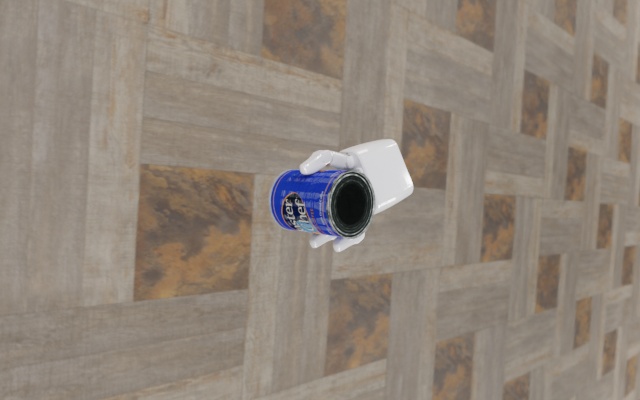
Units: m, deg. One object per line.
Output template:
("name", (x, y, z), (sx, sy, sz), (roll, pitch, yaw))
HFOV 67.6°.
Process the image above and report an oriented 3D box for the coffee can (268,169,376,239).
("coffee can", (0.000, 0.002, 0.750), (0.103, 0.103, 0.140), (0, 3, -43))
